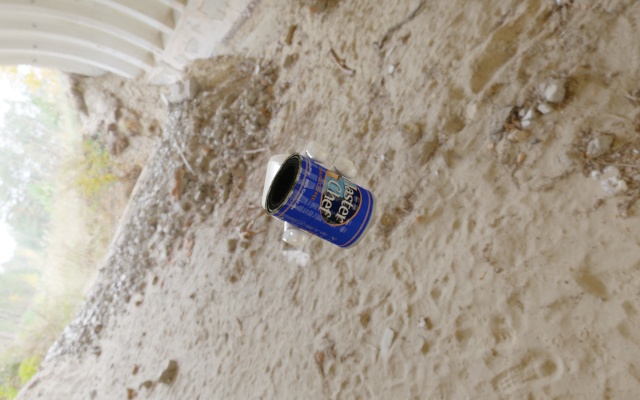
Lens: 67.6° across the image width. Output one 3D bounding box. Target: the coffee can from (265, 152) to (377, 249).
[{"bbox_3d":[0.000,0.003,0.736,0.140,0.103,0.103,27,-11,-24],"label":"coffee can"}]
